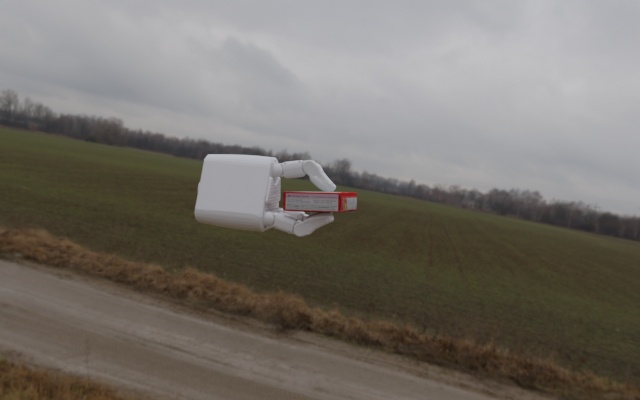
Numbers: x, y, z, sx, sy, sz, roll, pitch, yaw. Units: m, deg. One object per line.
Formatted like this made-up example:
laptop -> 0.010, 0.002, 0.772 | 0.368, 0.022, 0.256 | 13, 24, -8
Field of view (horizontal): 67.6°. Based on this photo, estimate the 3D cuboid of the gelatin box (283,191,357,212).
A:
gelatin box -> 0.000, 0.002, 0.692 | 0.089, 0.030, 0.073 | 1, 1, 22
